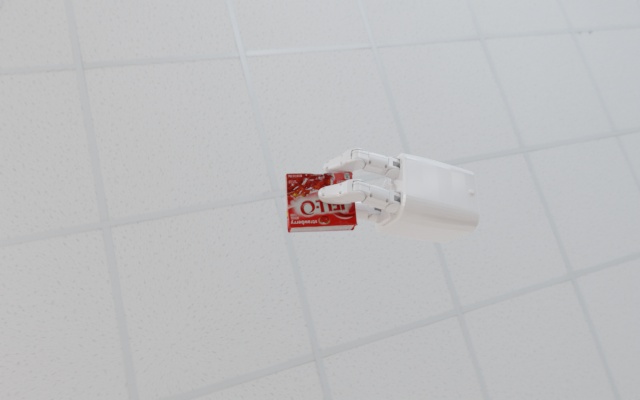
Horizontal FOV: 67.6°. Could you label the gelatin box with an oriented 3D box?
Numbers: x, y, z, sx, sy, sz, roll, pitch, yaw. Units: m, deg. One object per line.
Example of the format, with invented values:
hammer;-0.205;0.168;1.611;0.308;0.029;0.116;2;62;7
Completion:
gelatin box;0.000;0.002;0.617;0.089;0.073;0.030;-2;-18;-8
